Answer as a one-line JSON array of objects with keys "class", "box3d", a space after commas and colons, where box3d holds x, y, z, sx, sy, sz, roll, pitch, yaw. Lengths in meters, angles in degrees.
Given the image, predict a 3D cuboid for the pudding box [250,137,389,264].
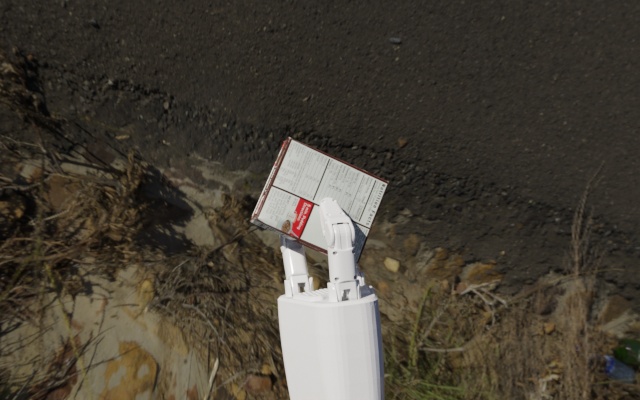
[{"class": "pudding box", "box3d": [0.000, 0.002, 0.471, 0.113, 0.090, 0.039, 24, -9, -11]}]
